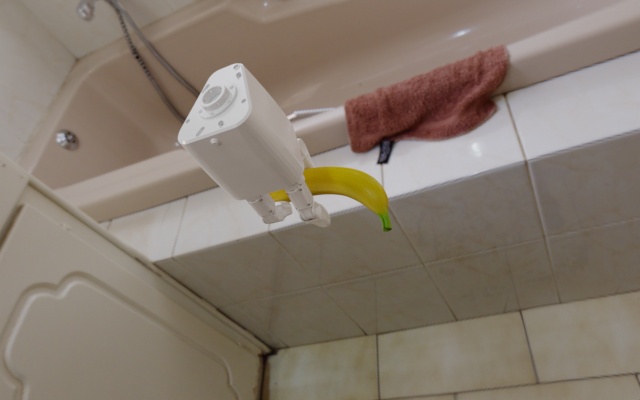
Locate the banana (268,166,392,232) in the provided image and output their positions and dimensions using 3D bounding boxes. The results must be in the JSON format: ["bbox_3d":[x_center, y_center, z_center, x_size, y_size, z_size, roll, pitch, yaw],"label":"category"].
[{"bbox_3d":[0.010,-0.014,0.622,0.198,0.069,0.037,11,-23,35],"label":"banana"}]
